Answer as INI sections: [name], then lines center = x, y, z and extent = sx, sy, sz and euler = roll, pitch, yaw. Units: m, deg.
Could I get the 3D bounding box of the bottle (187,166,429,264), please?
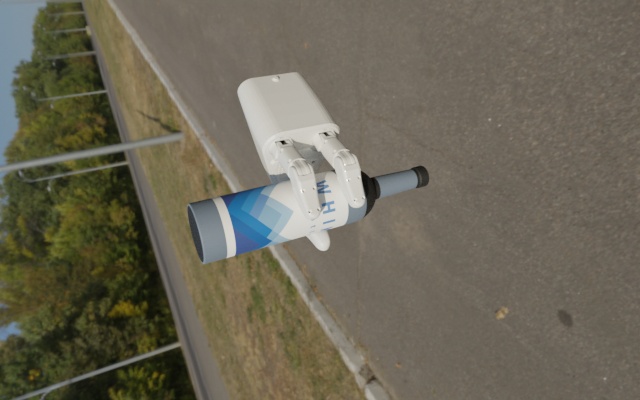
[bottle]
center = 0.000, 0.002, 0.559
extent = 0.295, 0.069, 0.069
euler = -14, 5, -22
